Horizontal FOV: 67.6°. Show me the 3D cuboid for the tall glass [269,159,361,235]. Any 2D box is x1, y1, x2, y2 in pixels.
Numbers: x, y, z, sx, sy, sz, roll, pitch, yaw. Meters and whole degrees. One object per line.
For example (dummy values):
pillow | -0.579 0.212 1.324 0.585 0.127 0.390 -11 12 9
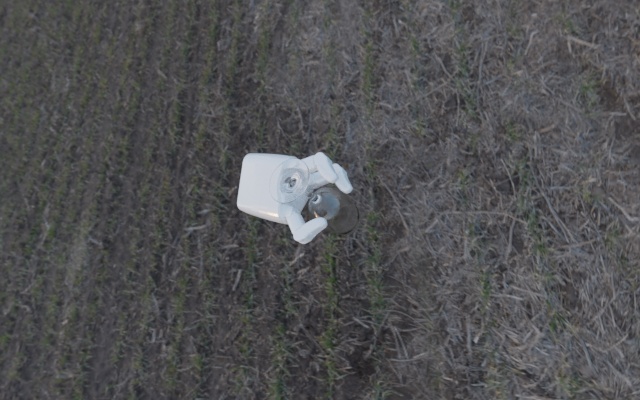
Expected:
tall glass | 0.000 0.003 0.815 0.079 0.079 0.201 0 -20 32
